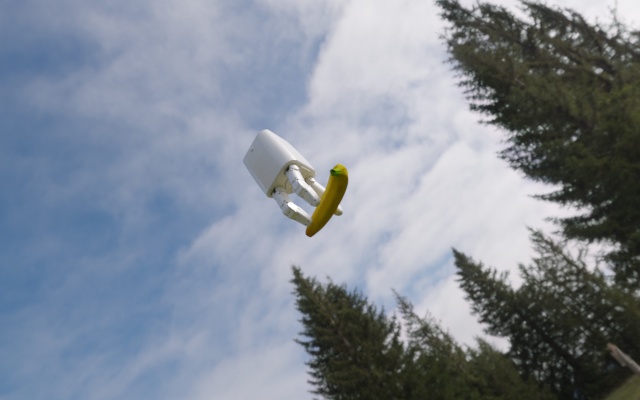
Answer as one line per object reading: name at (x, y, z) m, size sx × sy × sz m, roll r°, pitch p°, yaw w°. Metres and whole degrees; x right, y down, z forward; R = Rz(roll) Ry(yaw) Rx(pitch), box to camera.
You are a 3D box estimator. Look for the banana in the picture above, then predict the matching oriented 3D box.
banana at (0.015, -0.006, 0.901) m, size 0.069 × 0.037 × 0.198 m, roll -27°, pitch -29°, yaw -34°
